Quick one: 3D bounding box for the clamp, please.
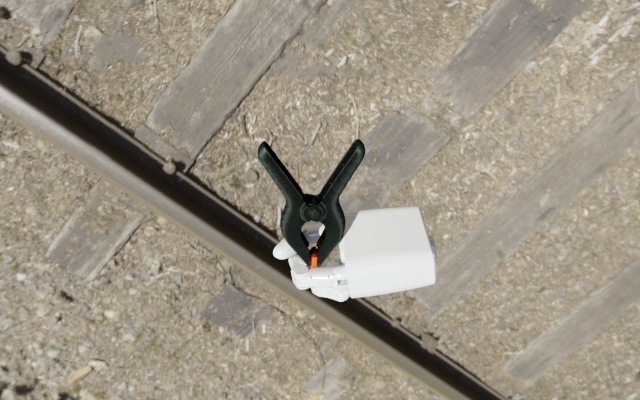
[{"bbox_3d":[0.000,0.002,0.567,0.120,0.172,0.039,-7,29,7],"label":"clamp"}]
